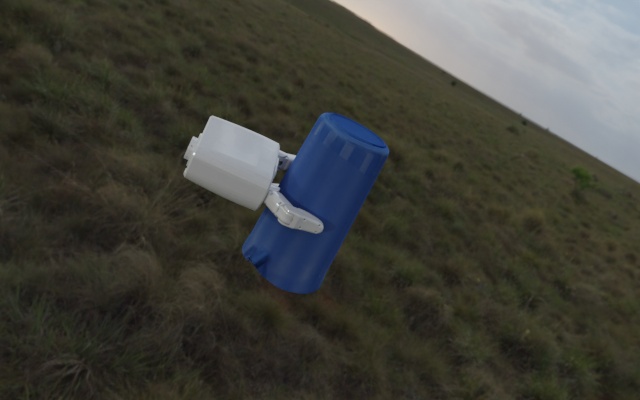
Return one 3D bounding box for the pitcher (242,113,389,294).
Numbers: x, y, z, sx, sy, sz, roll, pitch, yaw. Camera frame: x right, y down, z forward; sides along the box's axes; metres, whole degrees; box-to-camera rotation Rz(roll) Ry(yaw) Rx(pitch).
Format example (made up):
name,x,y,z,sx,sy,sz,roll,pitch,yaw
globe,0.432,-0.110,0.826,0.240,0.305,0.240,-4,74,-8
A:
name,x,y,z,sx,sy,sz,roll,pitch,yaw
pitcher,0.000,0.002,0.694,0.145,0.243,0.149,24,21,-16
